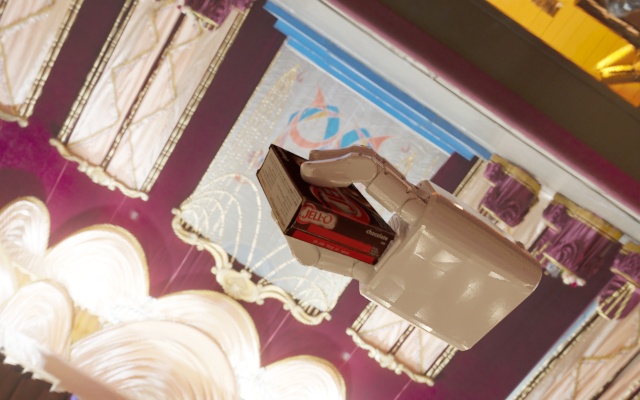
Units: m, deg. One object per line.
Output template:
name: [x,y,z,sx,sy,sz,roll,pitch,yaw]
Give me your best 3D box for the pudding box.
pudding box: [0.000,0.001,0.408,0.090,0.039,0.113,23,15,-29]
